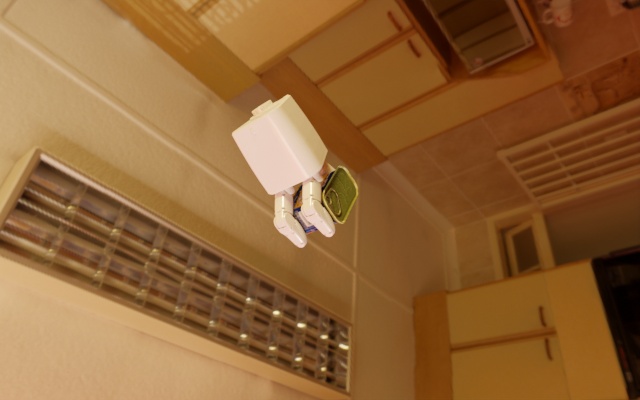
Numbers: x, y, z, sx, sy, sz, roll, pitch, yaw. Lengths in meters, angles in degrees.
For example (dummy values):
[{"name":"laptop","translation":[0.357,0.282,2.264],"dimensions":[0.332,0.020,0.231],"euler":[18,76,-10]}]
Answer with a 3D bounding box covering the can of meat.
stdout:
[{"name":"can of meat","translation":[0.000,0.002,0.724],"dimensions":[0.084,0.057,0.102],"euler":[-22,23,33]}]
